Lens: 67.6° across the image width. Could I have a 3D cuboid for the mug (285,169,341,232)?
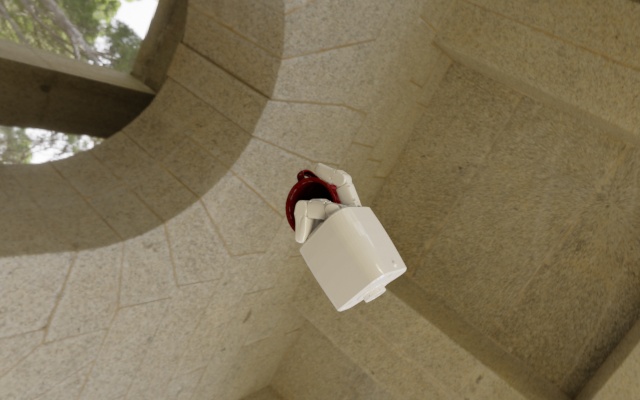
[{"bbox_3d":[-0.001,0.001,0.756,0.093,0.117,0.081,-39,-21,25],"label":"mug"}]
